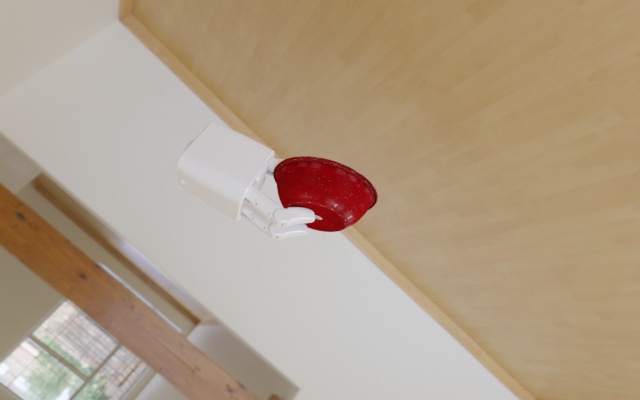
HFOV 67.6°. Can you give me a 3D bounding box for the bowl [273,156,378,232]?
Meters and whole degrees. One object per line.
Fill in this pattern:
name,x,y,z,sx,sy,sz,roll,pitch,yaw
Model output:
bowl,0.001,0.003,0.705,0.162,0.055,0.162,13,-26,7
